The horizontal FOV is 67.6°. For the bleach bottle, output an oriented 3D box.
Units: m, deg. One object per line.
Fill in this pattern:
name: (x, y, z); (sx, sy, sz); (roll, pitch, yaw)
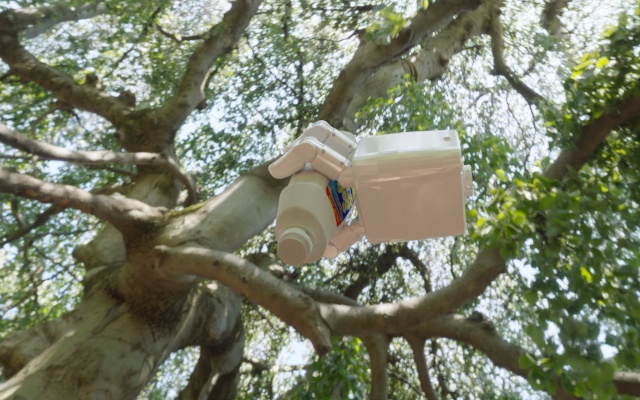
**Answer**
bleach bottle: (0.000, 0.002, 0.538); (0.068, 0.103, 0.250); (-4, 24, 14)
